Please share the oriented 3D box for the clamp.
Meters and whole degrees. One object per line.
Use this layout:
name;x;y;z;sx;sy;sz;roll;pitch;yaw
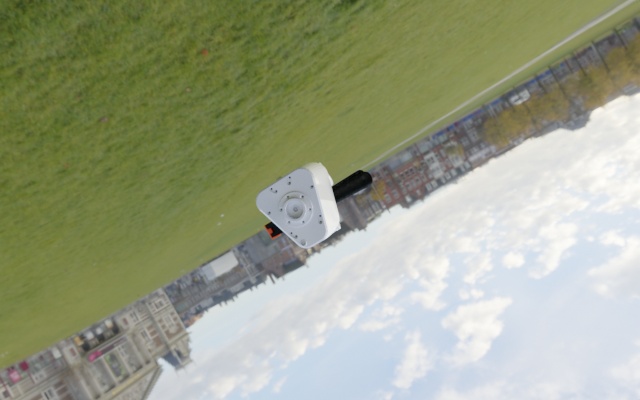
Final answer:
clamp;0.000;0.004;0.841;0.210;0.036;0.164;-30;2;11
